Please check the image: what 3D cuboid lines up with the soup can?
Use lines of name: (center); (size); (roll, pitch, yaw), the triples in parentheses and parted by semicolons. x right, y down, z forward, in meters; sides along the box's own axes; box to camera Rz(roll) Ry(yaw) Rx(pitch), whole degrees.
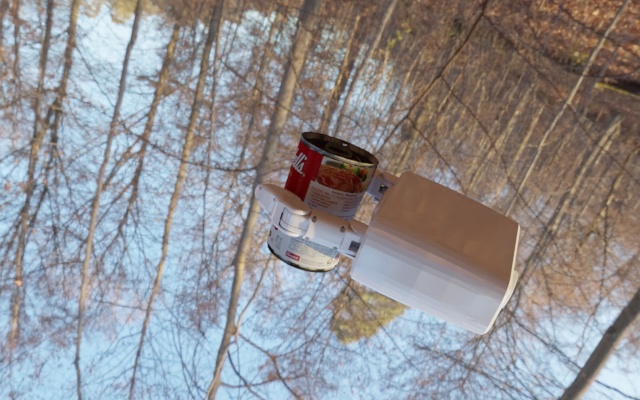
soup can: (-0.001, 0.001, 0.408); (0.068, 0.102, 0.068); (18, 19, -6)
